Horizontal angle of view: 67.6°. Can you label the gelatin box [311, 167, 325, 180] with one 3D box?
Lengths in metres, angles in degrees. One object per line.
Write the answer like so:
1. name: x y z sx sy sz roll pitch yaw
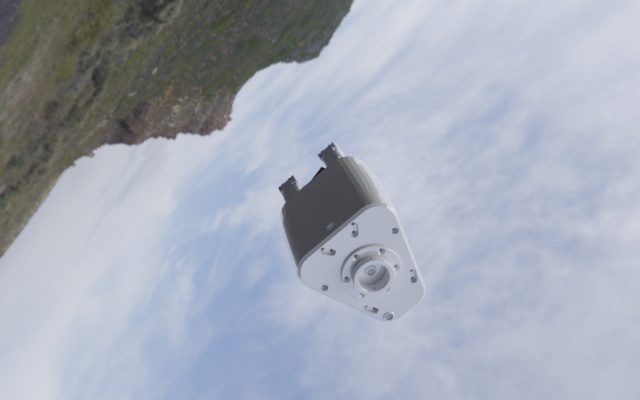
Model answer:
1. gelatin box: 0.000 0.002 0.549 0.030 0.073 0.089 39 -2 -20
